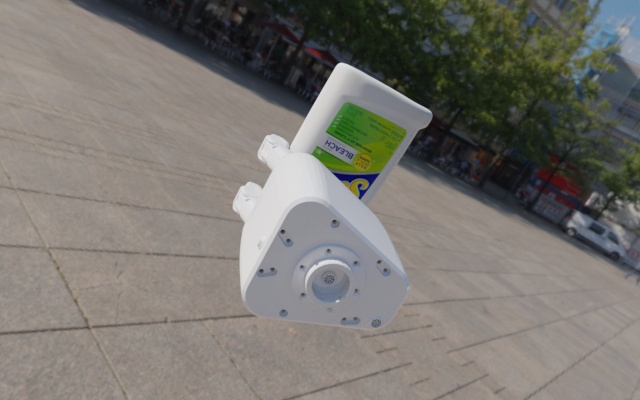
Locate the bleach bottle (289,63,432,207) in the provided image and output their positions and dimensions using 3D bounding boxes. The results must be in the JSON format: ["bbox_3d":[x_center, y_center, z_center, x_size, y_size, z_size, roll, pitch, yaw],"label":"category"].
[{"bbox_3d":[0.000,0.001,0.468,0.102,0.251,0.068,25,14,-14],"label":"bleach bottle"}]
